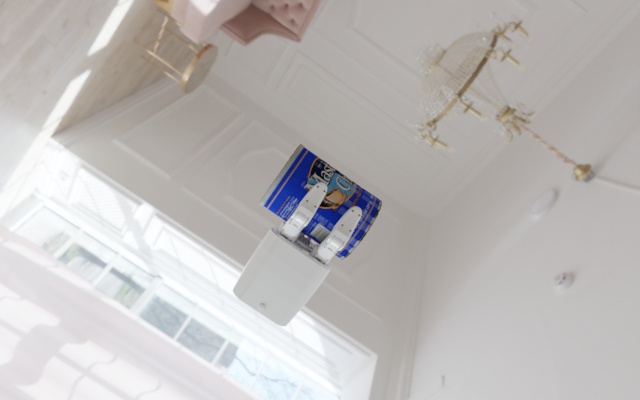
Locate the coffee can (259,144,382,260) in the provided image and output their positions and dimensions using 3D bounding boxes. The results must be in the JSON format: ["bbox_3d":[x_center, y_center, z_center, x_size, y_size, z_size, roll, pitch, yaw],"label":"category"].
[{"bbox_3d":[0.000,0.002,0.673,0.140,0.103,0.103,35,-3,-5],"label":"coffee can"}]
